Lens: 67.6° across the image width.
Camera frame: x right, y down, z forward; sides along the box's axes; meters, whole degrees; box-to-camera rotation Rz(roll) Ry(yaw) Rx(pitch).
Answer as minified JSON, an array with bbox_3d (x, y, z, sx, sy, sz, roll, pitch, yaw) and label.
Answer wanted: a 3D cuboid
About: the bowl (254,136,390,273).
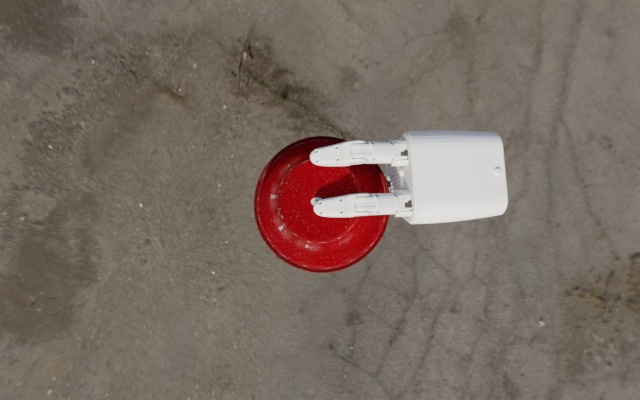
[{"bbox_3d":[-0.001,0.002,0.536,0.162,0.162,0.055,0,-4,3],"label":"bowl"}]
